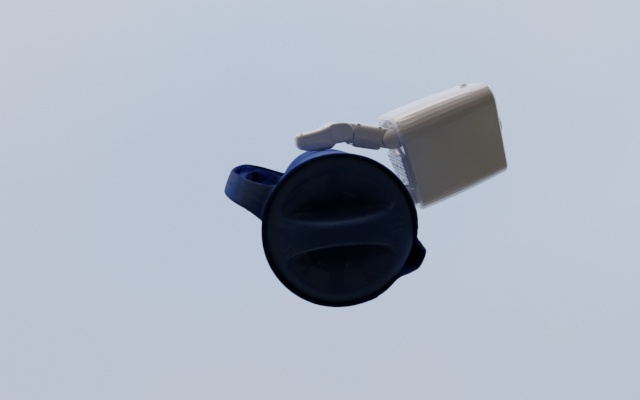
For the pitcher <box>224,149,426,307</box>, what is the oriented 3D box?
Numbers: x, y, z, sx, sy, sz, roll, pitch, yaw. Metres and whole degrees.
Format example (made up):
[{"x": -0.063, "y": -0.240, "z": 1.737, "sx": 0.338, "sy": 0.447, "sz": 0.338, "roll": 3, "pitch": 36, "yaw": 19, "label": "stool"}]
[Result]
[{"x": 0.000, "y": 0.002, "z": 0.509, "sx": 0.145, "sy": 0.149, "sz": 0.242, "roll": -25, "pitch": 11, "yaw": 1, "label": "pitcher"}]
